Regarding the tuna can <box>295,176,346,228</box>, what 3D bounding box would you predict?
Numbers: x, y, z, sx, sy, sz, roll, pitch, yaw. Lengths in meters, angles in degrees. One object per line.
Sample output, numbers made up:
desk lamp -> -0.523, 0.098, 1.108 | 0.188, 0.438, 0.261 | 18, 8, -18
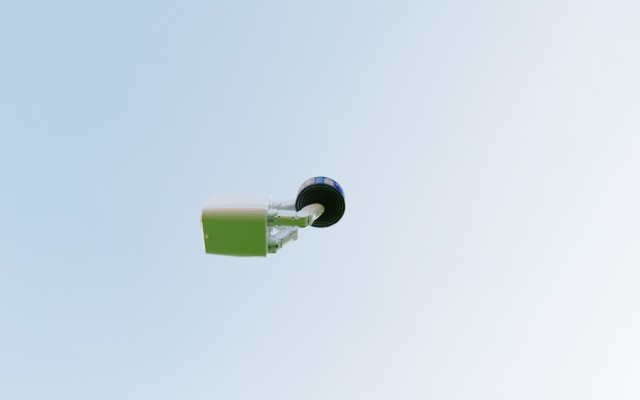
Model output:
tuna can -> 0.000, 0.002, 0.816 | 0.086, 0.086, 0.033 | 0, 28, 2
